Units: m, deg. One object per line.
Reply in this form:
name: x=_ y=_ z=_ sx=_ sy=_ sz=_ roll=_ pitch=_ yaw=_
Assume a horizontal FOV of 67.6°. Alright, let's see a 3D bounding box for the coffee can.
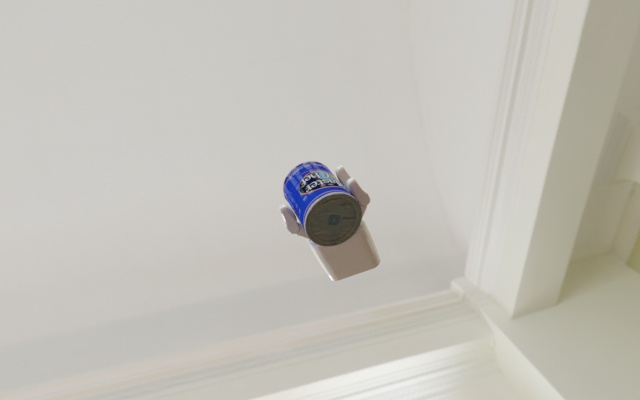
coffee can: x=0.000 y=0.003 z=0.858 sx=0.103 sy=0.103 sz=0.140 roll=0 pitch=27 yaw=-22
